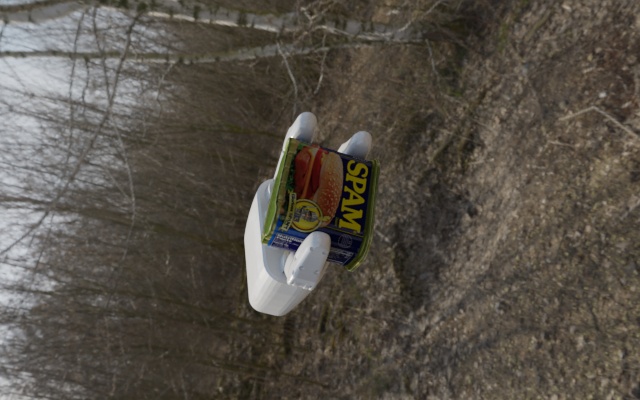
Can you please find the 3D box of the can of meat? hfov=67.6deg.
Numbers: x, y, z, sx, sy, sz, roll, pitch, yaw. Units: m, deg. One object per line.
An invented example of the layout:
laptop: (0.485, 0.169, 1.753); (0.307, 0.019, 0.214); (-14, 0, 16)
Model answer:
can of meat: (0.000, 0.001, 0.418); (0.084, 0.102, 0.057); (16, -31, -10)
